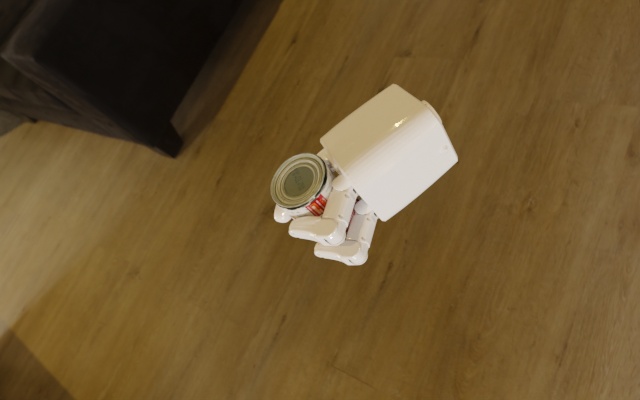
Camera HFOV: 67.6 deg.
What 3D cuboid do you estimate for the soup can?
[{"bbox_3d":[-0.001,0.002,0.523,0.068,0.068,0.102,0,-27,32],"label":"soup can"}]
